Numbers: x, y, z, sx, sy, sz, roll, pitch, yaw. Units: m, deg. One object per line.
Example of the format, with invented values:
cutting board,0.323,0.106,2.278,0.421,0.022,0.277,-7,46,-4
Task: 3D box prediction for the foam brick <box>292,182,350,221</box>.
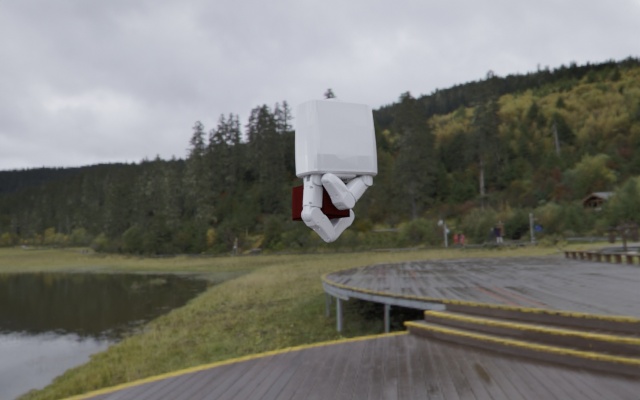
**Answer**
foam brick,0.000,0.002,0.715,0.053,0.051,0.078,3,-8,-39
